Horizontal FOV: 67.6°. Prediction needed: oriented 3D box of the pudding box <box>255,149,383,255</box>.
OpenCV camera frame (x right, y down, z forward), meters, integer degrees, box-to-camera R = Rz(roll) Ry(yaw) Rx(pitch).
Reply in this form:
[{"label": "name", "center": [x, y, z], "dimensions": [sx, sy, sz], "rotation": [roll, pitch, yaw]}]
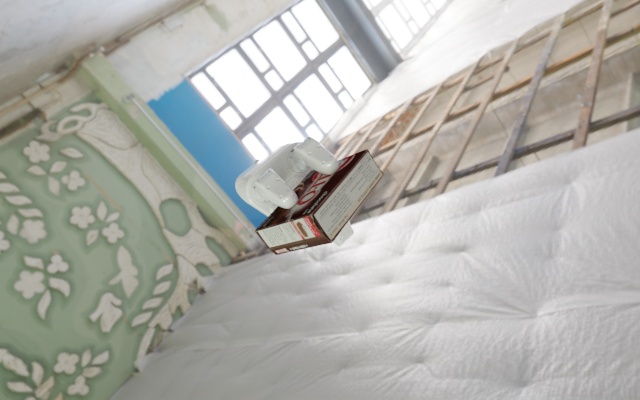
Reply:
[{"label": "pudding box", "center": [0.000, 0.002, 0.482], "dimensions": [0.090, 0.039, 0.113], "rotation": [-19, 25, 47]}]
